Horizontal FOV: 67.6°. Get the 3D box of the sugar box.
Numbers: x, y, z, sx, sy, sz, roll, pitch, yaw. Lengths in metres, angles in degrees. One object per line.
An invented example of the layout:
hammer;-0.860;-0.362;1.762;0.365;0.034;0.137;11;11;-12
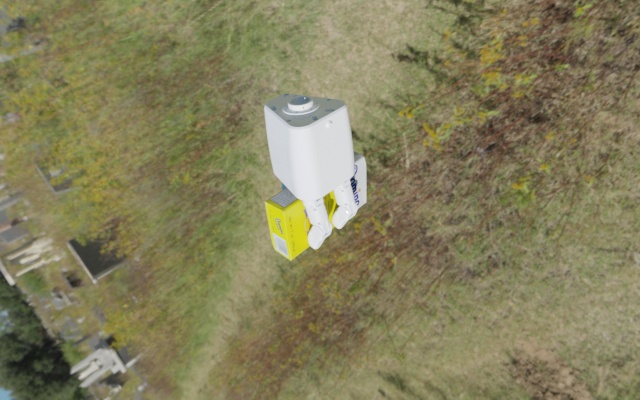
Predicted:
sugar box;0.000;0.002;0.713;0.048;0.093;0.176;29;49;36
